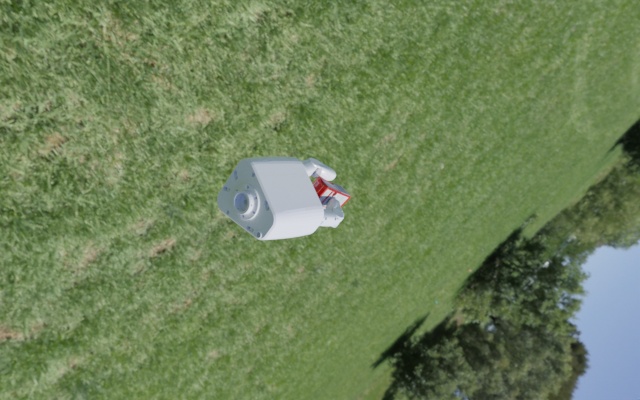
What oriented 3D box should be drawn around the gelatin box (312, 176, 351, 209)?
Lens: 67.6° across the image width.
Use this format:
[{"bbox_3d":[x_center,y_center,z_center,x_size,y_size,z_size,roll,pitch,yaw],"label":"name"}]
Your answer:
[{"bbox_3d":[0.001,0.003,0.794,0.030,0.073,0.089,50,15,27],"label":"gelatin box"}]
